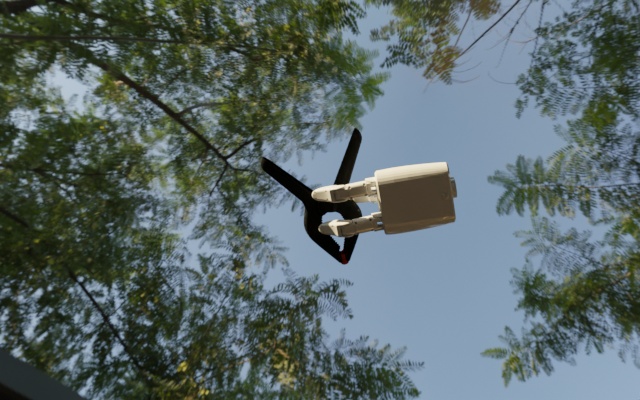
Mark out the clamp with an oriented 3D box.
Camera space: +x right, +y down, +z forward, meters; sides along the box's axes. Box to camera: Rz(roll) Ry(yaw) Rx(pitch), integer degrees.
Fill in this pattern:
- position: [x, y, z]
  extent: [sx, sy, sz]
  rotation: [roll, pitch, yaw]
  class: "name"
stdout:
- position: [0.001, 0.003, 0.759]
  extent: [0.164, 0.210, 0.036]
  rotation: [-9, 11, 10]
  class: "clamp"
